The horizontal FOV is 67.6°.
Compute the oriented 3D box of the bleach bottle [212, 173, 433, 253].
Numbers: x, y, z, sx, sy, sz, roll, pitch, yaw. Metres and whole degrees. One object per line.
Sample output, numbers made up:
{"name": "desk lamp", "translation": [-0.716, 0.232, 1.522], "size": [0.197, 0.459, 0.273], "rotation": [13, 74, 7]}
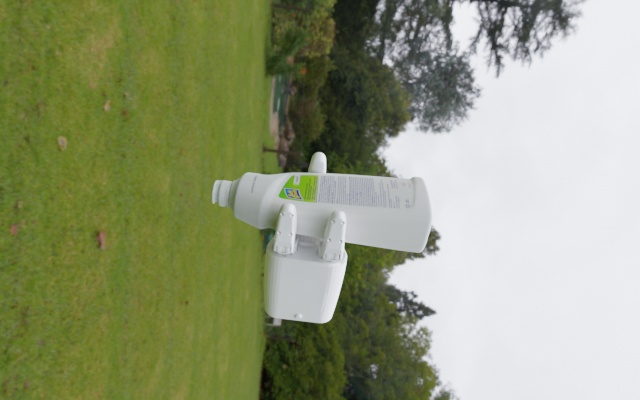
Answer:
{"name": "bleach bottle", "translation": [0.000, 0.002, 0.572], "size": [0.251, 0.068, 0.102], "rotation": [8, 32, -2]}
